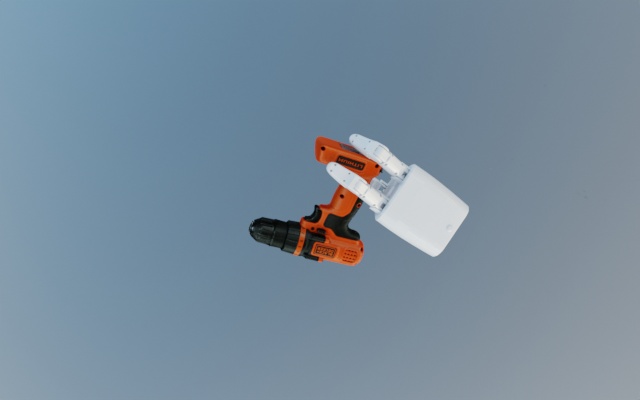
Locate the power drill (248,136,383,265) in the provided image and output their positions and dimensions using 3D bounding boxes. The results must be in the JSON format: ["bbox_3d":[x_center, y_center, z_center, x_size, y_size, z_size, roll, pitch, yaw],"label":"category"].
[{"bbox_3d":[0.001,0.002,0.725,0.184,0.188,0.057,14,21,-15],"label":"power drill"}]
